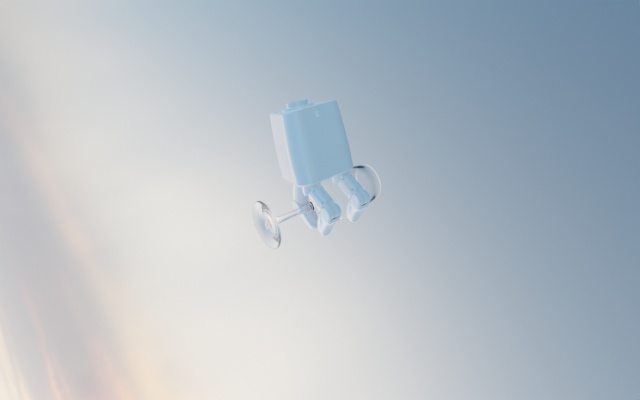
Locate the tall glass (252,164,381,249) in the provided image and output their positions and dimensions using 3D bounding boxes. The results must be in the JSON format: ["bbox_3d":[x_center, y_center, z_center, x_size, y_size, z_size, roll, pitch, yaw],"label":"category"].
[{"bbox_3d":[0.000,0.003,0.737,0.201,0.079,0.079,-23,12,-31],"label":"tall glass"}]
